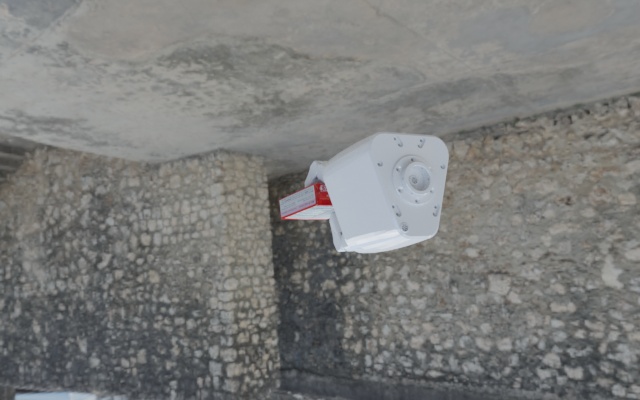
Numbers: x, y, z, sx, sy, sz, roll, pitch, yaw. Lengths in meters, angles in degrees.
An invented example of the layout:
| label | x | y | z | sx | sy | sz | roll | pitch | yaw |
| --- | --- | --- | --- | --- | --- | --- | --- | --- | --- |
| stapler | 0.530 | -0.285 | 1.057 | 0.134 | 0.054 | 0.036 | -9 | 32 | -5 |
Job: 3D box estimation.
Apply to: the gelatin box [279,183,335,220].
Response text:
| label | x | y | z | sx | sy | sz | roll | pitch | yaw |
| --- | --- | --- | --- | --- | --- | --- | --- | --- | --- |
| gelatin box | 0.000 | 0.003 | 0.614 | 0.073 | 0.030 | 0.089 | 2 | -15 | -35 |
